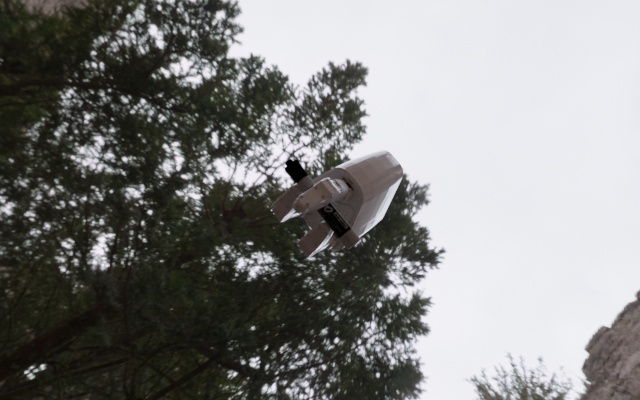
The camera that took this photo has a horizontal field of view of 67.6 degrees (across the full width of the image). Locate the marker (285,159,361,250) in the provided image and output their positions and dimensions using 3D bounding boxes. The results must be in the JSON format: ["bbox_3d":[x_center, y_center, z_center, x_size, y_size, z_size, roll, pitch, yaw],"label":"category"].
[{"bbox_3d":[0.000,0.002,0.531,0.020,0.121,0.020,-37,-11,-9],"label":"marker"}]
